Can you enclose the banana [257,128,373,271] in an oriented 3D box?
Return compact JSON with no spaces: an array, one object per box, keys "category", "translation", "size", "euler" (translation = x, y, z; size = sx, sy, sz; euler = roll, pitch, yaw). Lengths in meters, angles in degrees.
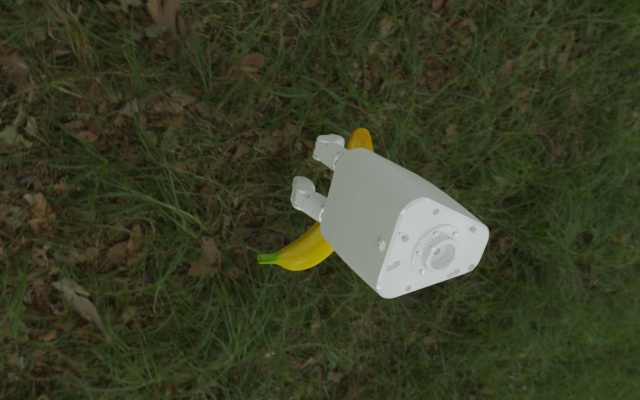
[{"category":"banana","translation":[0.011,0.012,0.548],"size":[0.070,0.198,0.037],"euler":[31,11,-33]}]
